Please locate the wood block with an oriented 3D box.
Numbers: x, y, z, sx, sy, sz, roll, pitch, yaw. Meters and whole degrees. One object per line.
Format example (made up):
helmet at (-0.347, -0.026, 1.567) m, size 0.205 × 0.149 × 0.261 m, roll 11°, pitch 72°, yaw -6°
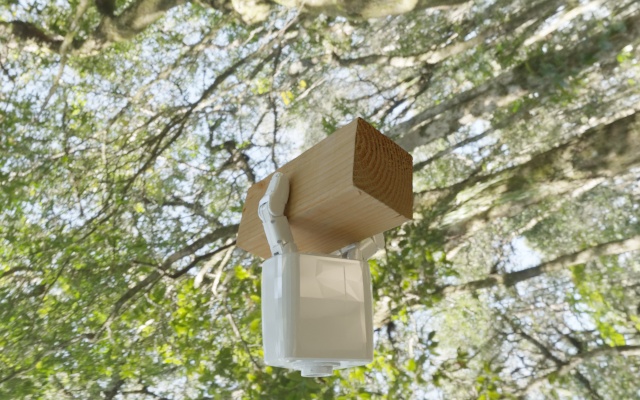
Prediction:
wood block at (0.000, 0.002, 0.561) m, size 0.091 × 0.090 × 0.206 m, roll 30°, pitch -39°, yaw -31°
